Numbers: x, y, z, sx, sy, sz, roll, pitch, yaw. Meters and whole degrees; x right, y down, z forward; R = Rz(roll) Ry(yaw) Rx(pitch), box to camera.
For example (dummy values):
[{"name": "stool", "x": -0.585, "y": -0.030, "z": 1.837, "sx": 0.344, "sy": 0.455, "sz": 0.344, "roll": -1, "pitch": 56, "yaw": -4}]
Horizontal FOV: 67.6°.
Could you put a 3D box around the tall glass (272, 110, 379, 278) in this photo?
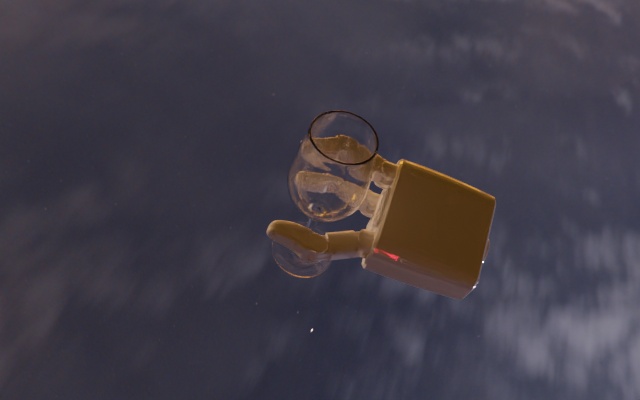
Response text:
[{"name": "tall glass", "x": 0.000, "y": 0.002, "z": 0.484, "sx": 0.079, "sy": 0.079, "sz": 0.201, "roll": 0, "pitch": -34, "yaw": -14}]
